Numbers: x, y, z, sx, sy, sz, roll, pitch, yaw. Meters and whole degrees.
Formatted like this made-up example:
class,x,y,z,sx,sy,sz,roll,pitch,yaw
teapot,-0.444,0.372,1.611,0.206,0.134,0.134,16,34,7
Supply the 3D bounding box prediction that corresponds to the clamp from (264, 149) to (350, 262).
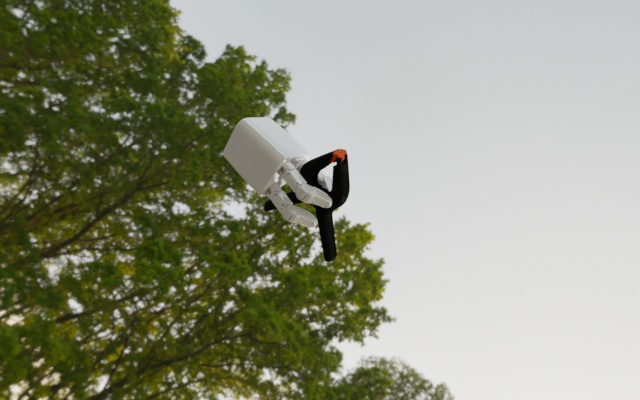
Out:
class,x,y,z,sx,sy,sz,roll,pitch,yaw
clamp,0.001,0.002,0.820,0.036,0.164,0.210,-38,-12,-49
